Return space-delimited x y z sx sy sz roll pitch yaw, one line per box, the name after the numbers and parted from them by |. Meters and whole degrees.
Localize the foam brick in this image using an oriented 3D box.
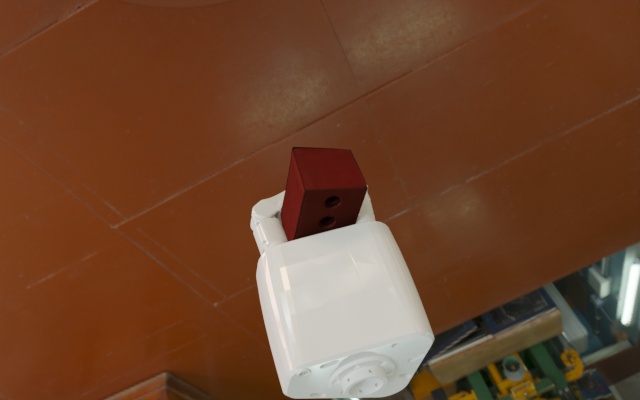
0.000 0.001 0.401 0.053 0.078 0.051 -1 43 -17 | foam brick
